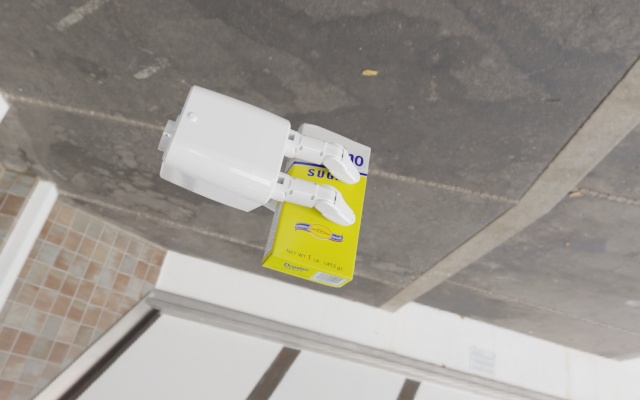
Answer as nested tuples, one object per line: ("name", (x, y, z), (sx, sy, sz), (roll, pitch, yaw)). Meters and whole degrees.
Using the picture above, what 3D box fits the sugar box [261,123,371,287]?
("sugar box", (0.000, 0.002, 0.542), (0.093, 0.176, 0.048), (19, -29, -15))
